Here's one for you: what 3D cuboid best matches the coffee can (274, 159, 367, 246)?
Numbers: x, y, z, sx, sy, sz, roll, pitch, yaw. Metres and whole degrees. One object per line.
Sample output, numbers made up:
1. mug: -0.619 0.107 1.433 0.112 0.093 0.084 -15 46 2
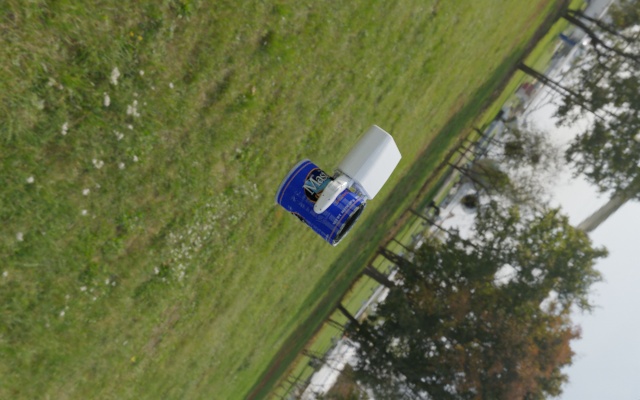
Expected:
1. coffee can: 0.000 0.003 0.890 0.140 0.103 0.103 37 9 12
